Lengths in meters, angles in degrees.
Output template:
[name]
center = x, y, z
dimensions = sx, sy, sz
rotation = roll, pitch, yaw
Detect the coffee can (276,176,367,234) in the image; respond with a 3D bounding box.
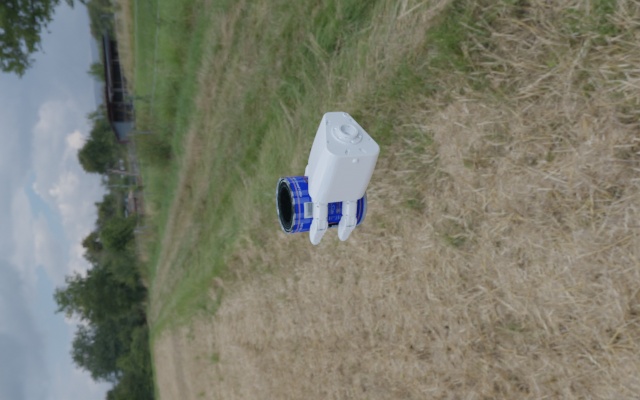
[coffee can]
center = 0.000, 0.003, 0.873
dimensions = 0.140, 0.103, 0.103
rotation = -6, 2, -21
